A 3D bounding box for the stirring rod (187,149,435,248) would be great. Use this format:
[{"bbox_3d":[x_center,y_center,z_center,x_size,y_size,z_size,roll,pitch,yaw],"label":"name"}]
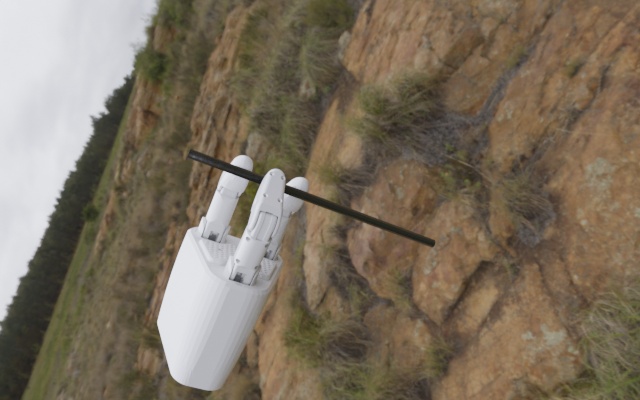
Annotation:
[{"bbox_3d":[0.000,0.001,0.426,0.239,0.011,0.011,20,-6,-16],"label":"stirring rod"}]
